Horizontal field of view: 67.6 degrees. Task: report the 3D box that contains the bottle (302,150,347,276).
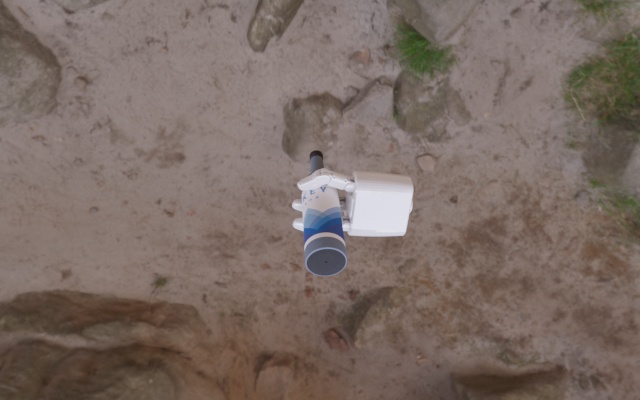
[{"bbox_3d":[0.000,0.003,0.860,0.069,0.069,0.295,0,40,-5],"label":"bottle"}]
